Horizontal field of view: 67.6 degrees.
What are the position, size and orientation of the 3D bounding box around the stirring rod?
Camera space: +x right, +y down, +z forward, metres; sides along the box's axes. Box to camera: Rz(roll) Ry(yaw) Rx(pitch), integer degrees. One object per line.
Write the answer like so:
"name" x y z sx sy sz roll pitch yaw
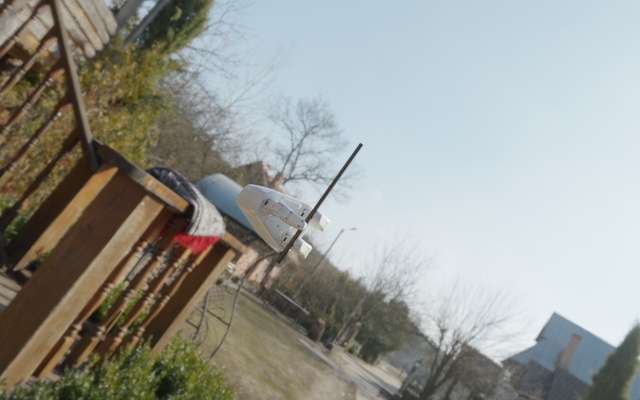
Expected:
"stirring rod" 0.000 0.003 0.778 0.011 0.239 0.011 34 -10 7
